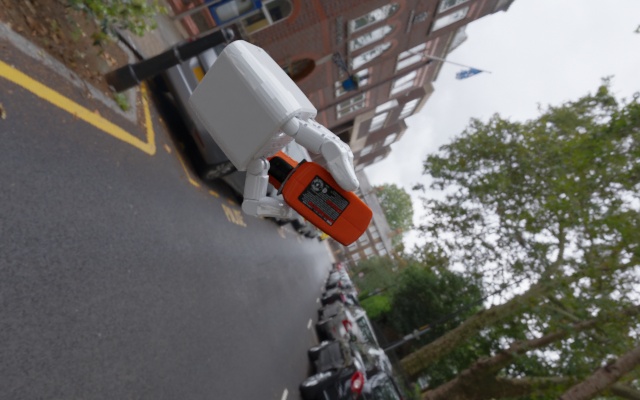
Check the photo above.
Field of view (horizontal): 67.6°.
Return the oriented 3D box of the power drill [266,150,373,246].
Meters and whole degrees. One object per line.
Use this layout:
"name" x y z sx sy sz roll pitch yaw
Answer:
"power drill" 0.000 0.002 0.614 0.184 0.057 0.187 37 -2 -16
